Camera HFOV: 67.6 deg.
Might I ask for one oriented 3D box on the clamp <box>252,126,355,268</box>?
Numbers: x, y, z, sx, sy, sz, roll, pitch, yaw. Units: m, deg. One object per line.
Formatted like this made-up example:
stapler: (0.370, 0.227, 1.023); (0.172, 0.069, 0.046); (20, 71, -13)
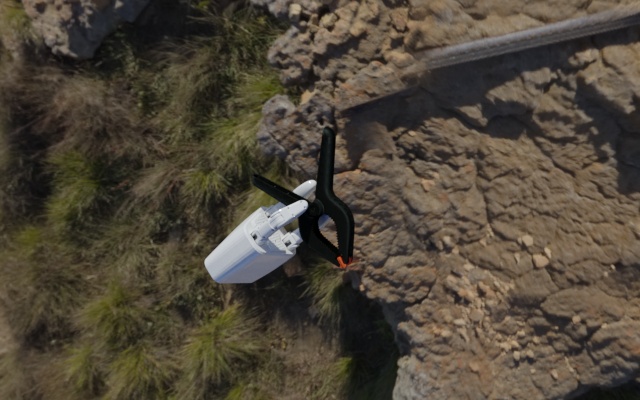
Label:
clamp: (0.000, 0.003, 0.740); (0.164, 0.210, 0.036); (-38, -10, 26)
